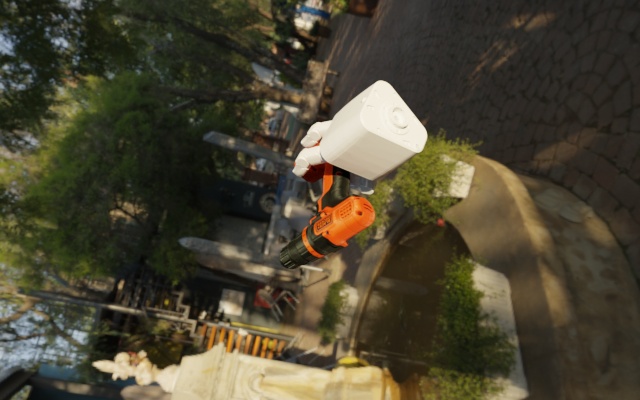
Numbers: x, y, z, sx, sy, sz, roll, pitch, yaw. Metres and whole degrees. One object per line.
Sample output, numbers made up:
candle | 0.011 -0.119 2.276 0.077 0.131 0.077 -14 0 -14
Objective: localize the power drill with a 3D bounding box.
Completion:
power drill | 0.000 0.002 0.761 0.184 0.187 0.057 -33 -45 31
